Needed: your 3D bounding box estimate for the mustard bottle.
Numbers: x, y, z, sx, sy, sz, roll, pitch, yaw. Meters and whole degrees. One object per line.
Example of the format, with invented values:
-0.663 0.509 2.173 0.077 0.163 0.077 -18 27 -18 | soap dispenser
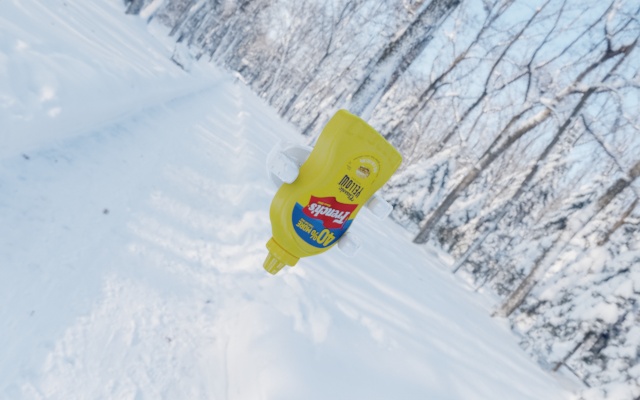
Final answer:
0.000 0.002 0.523 0.096 0.191 0.058 34 5 -40 | mustard bottle
